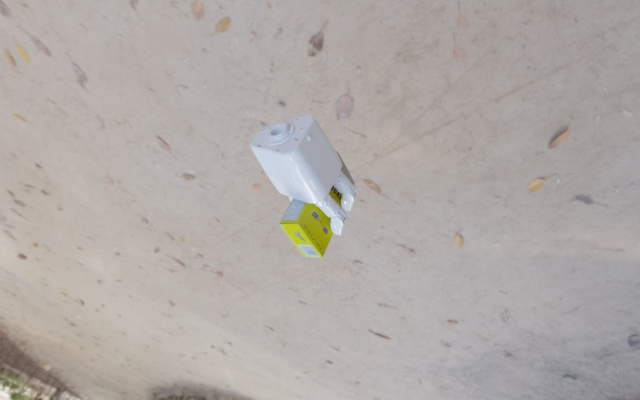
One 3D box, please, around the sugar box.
[{"bbox_3d":[0.000,0.003,0.826,0.048,0.176,0.093,0,-41,35],"label":"sugar box"}]
